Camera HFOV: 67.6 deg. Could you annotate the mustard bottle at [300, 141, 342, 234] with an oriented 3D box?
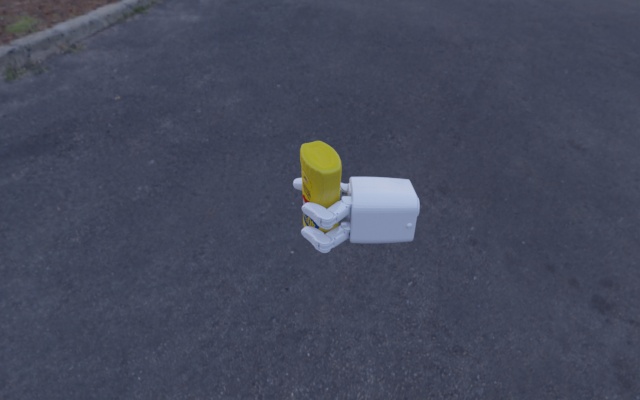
[{"bbox_3d":[0.000,0.002,0.807,0.058,0.192,0.096,-15,41,-18],"label":"mustard bottle"}]
